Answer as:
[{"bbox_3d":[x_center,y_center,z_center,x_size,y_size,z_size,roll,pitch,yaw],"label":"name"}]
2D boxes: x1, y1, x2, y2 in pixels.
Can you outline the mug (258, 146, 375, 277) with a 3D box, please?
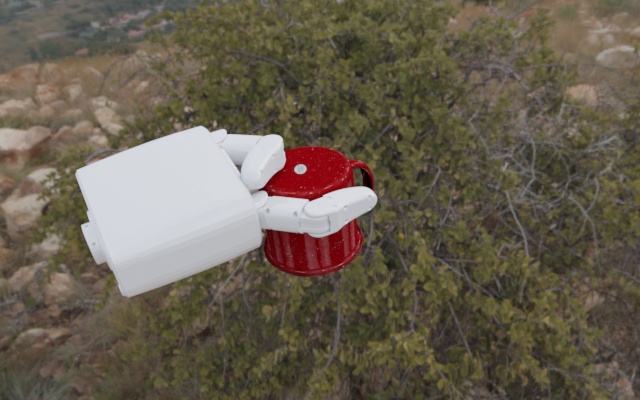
[{"bbox_3d":[0.001,0.001,0.424,0.117,0.082,0.093,-23,38,-22],"label":"mug"}]
